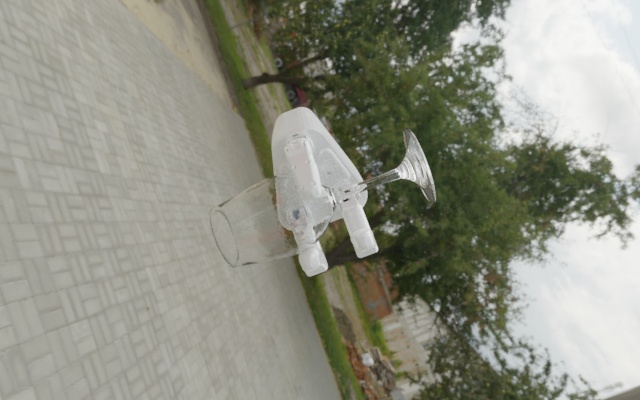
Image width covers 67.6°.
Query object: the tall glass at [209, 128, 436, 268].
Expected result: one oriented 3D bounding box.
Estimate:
[{"bbox_3d":[0.001,0.001,0.452,0.201,0.079,0.079,-20,-1,3],"label":"tall glass"}]
